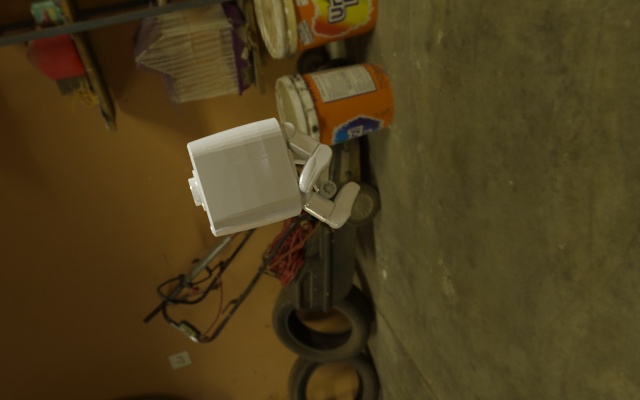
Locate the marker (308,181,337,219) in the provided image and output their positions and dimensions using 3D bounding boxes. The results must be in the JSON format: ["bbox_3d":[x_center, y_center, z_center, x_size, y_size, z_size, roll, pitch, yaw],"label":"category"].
[{"bbox_3d":[0.000,0.002,0.612,0.020,0.020,0.121,0,-16,-10],"label":"marker"}]
